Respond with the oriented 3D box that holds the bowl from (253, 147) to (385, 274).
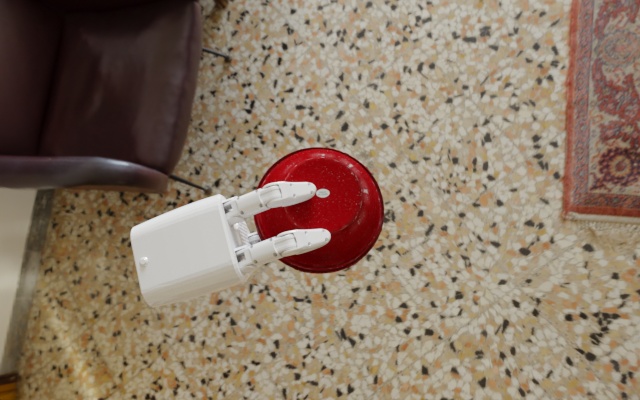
[{"bbox_3d":[0.001,0.001,0.560,0.162,0.162,0.055,0,-17,-4],"label":"bowl"}]
